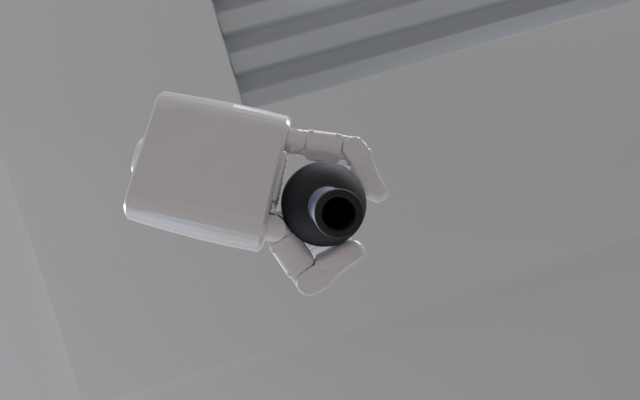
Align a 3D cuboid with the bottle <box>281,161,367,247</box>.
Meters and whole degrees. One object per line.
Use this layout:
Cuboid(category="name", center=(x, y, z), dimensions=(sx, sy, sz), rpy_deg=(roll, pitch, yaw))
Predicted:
Cuboid(category="bottle", center=(0.000, 0.001, 0.407), dimensions=(0.069, 0.069, 0.295), rpy_deg=(0, 2, -4))
